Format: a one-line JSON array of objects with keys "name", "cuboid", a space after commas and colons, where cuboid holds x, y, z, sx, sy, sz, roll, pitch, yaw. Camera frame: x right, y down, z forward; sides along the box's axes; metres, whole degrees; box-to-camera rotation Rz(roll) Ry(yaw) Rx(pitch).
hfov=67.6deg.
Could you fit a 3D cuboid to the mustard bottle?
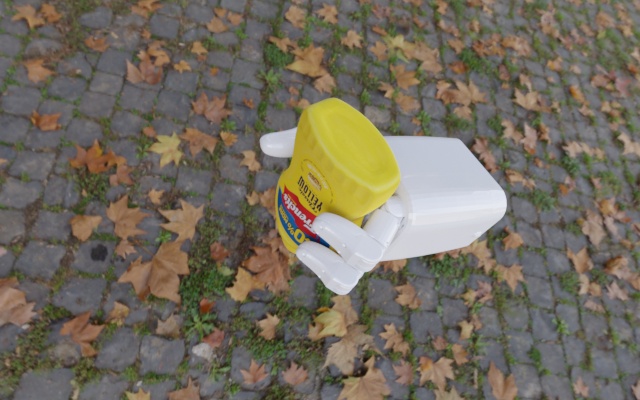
[{"name": "mustard bottle", "cuboid": [0.000, 0.001, 0.447, 0.058, 0.096, 0.192, -29, -18, -31]}]
